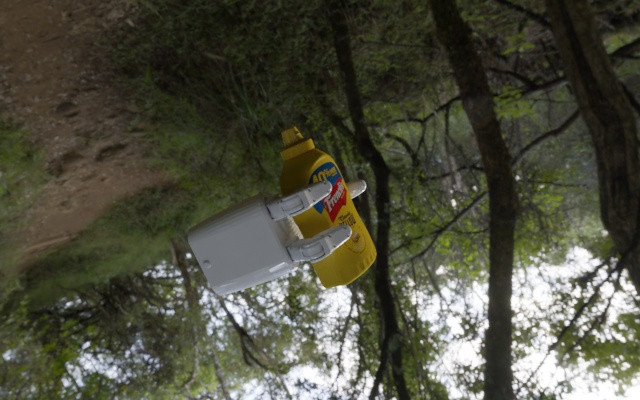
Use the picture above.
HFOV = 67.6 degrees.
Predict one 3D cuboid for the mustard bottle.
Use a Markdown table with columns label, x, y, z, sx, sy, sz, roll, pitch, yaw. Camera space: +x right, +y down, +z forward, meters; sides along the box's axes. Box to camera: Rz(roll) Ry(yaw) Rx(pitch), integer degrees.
| label | x | y | z | sx | sy | sz | roll | pitch | yaw |
| --- | --- | --- | --- | --- | --- | --- | --- | --- | --- |
| mustard bottle | 0.000 | 0.002 | 0.577 | 0.058 | 0.191 | 0.096 | -19 | 9 | 38 |
